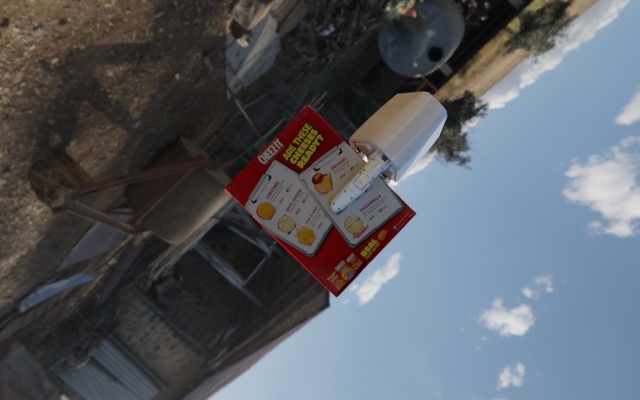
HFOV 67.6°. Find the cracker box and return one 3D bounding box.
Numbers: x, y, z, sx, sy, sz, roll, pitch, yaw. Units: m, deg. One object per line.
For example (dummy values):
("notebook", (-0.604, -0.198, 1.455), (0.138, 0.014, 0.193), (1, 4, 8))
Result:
("cracker box", (0.000, 0.002, 0.676), (0.214, 0.164, 0.072), (45, -6, -3))
